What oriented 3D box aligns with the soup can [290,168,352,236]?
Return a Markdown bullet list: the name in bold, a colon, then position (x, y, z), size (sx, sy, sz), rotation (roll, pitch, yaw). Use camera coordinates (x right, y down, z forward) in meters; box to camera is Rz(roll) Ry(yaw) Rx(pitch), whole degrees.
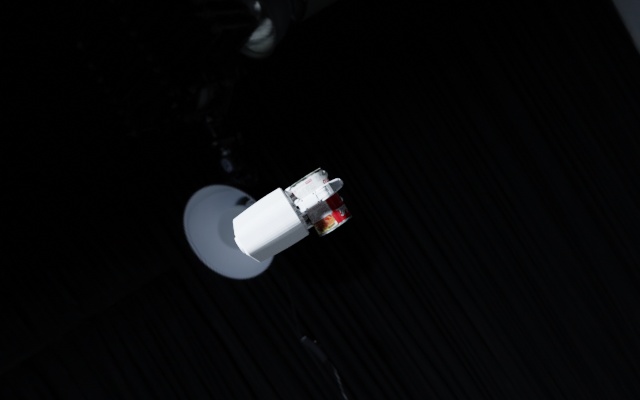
- **soup can**: position (0.000, 0.002, 0.843), size (0.068, 0.102, 0.068), rotation (-32, 1, 1)
